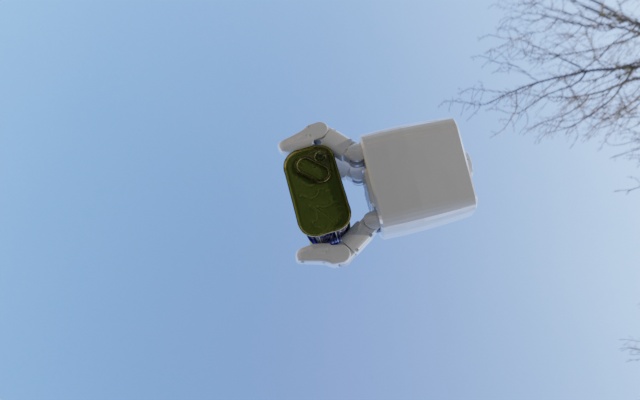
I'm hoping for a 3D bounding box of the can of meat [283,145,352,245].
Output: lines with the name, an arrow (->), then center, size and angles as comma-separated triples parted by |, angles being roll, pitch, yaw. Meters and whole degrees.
can of meat -> 0.000, 0.002, 0.542 | 0.057, 0.102, 0.084 | -16, -21, 1
